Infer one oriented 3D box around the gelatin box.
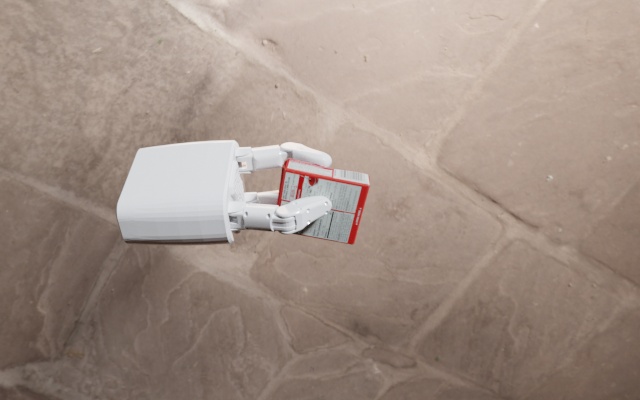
[{"bbox_3d":[0.000,0.002,0.493,0.089,0.073,0.030,11,28,-2],"label":"gelatin box"}]
